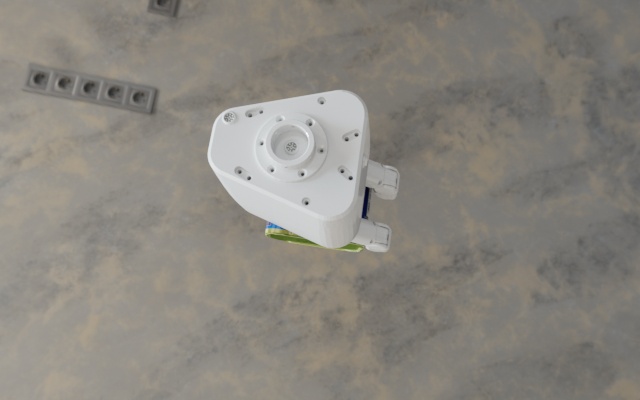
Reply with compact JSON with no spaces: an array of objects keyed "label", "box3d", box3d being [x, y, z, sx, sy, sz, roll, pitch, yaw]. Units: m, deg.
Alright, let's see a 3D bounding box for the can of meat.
[{"label":"can of meat","box3d":[0.000,0.002,0.471,0.102,0.084,0.057,8,-13,1]}]
